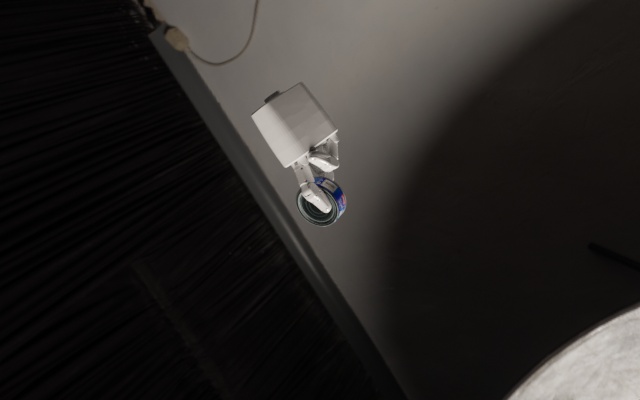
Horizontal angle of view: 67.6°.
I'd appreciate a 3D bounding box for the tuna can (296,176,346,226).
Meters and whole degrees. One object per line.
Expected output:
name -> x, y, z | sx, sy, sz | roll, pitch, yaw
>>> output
tuna can -> 0.000, 0.003, 0.842 | 0.086, 0.086, 0.033 | 0, 29, 29
